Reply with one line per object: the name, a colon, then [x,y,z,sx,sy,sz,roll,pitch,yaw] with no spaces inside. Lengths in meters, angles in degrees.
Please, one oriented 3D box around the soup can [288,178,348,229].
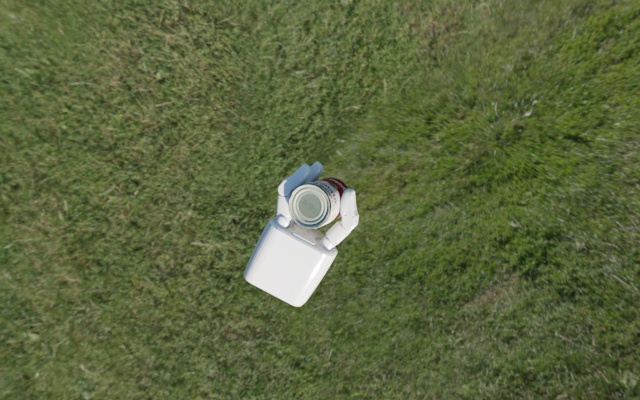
soup can: [0.000,0.002,0.728,0.068,0.068,0.102,0,7,20]
